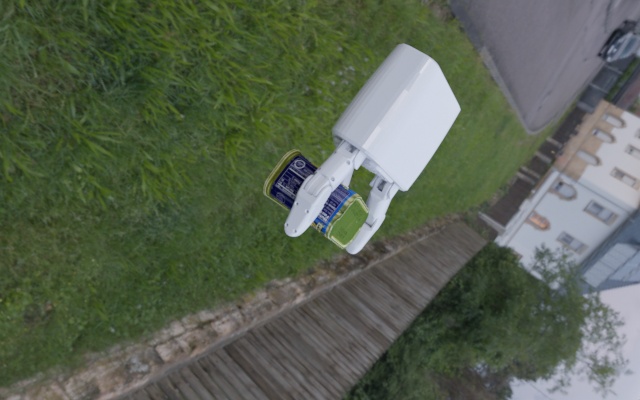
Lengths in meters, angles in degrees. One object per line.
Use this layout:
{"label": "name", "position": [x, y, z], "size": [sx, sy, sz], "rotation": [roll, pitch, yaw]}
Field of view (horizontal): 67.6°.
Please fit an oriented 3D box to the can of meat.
{"label": "can of meat", "position": [0.000, 0.002, 0.499], "size": [0.084, 0.057, 0.102], "rotation": [36, -3, 19]}
